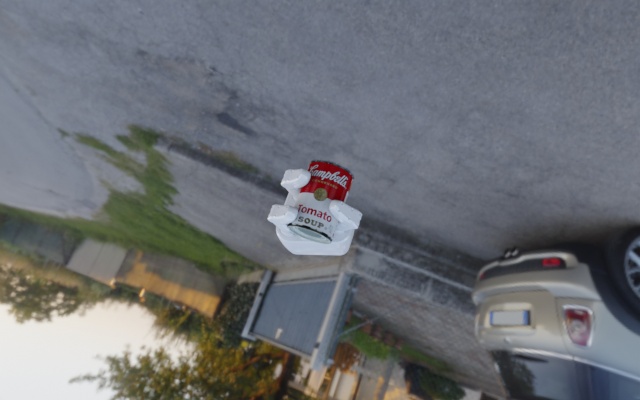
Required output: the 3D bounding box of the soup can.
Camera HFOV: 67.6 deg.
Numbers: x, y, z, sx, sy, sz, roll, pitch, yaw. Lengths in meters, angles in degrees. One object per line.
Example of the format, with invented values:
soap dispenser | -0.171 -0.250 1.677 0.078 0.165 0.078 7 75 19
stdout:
soup can | 0.000 0.002 0.673 0.068 0.102 0.068 18 -16 6
